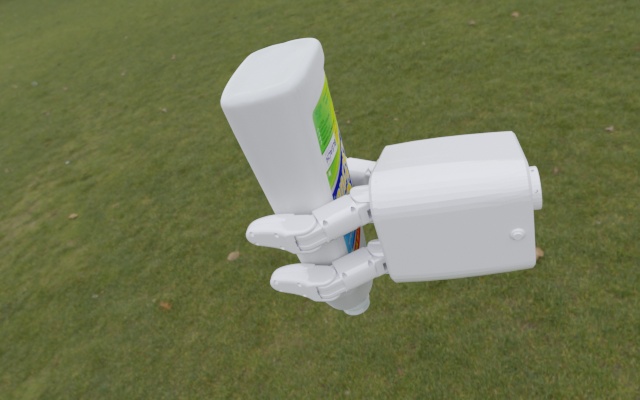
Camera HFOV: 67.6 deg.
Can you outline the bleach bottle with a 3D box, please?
[{"bbox_3d":[0.000,0.001,0.411,0.068,0.251,0.102,-8,37,18],"label":"bleach bottle"}]
